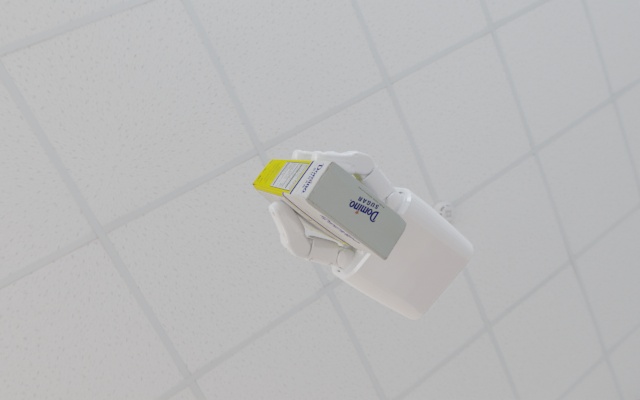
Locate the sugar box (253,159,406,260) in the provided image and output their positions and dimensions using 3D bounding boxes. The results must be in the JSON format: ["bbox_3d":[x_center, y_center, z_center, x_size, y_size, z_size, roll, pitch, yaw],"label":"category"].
[{"bbox_3d":[0.000,0.001,0.468,0.093,0.048,0.176,38,-11,-22],"label":"sugar box"}]
